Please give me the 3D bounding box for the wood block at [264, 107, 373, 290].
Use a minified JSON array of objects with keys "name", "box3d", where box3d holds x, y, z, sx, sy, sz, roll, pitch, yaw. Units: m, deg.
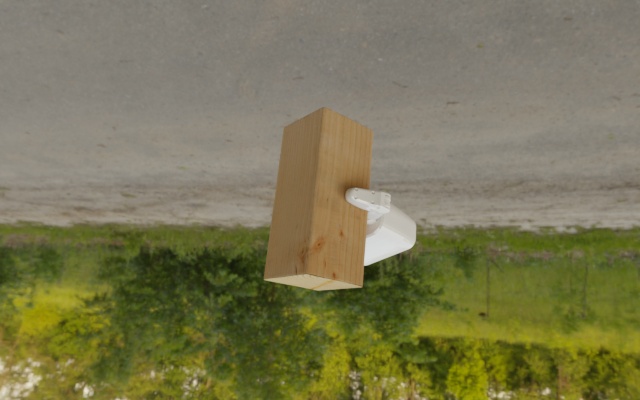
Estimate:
[{"name":"wood block","box3d":[0.001,0.002,0.604,0.090,0.206,0.091,19,-22,-36]}]
